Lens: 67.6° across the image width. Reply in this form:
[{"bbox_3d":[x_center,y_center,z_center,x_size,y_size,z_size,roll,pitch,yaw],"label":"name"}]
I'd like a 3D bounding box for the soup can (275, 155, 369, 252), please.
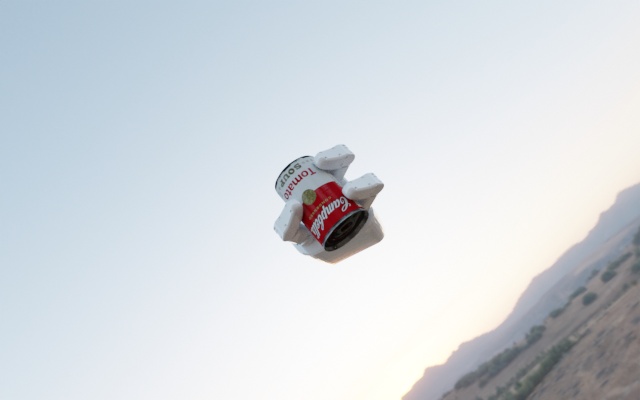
[{"bbox_3d":[0.000,0.002,0.578,0.102,0.068,0.068,48,25,25],"label":"soup can"}]
